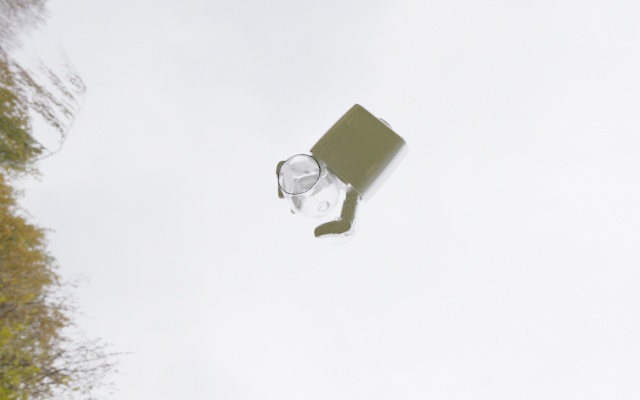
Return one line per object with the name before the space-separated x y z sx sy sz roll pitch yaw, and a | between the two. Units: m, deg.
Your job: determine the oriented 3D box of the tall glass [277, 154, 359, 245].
tall glass | 0.000 0.003 0.726 0.079 0.079 0.201 0 -22 19
